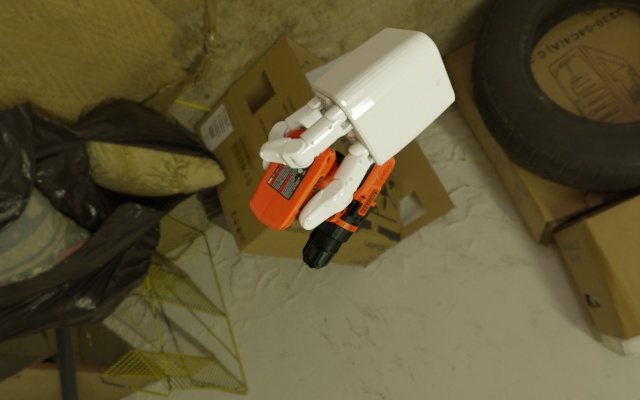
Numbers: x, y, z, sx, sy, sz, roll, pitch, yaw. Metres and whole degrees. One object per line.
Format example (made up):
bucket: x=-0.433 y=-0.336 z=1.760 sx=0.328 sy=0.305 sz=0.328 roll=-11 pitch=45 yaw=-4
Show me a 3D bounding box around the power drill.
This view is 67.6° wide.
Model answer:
power drill: x=0.000 y=0.002 z=0.563 sx=0.057 sy=0.184 sz=0.188 roll=35 pitch=9 yaw=27
